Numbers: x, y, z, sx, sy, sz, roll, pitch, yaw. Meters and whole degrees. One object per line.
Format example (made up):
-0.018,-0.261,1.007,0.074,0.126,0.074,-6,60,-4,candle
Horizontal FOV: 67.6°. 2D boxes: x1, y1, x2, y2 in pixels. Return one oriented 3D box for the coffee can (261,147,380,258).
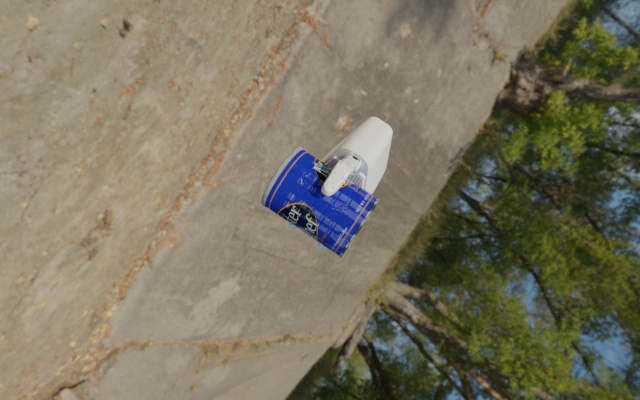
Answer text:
0.000,0.002,0.697,0.140,0.103,0.103,34,3,5,coffee can
